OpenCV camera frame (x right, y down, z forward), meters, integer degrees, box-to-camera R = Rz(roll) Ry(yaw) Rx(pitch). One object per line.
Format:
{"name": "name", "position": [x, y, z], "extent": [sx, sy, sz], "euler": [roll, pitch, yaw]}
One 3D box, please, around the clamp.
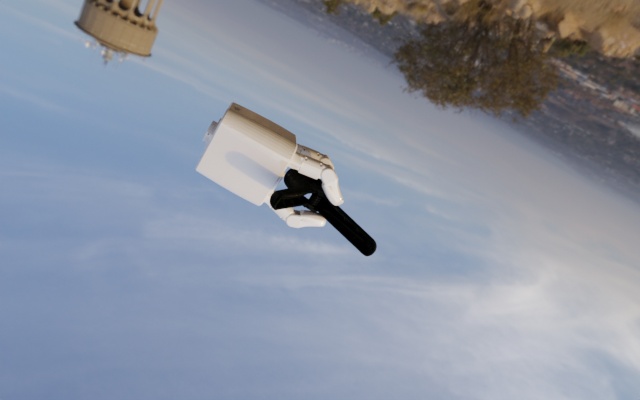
{"name": "clamp", "position": [-0.001, 0.003, 0.707], "extent": [0.164, 0.036, 0.210], "euler": [31, 15, -15]}
